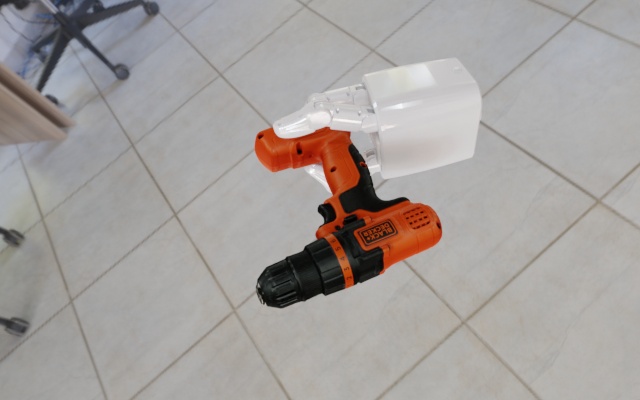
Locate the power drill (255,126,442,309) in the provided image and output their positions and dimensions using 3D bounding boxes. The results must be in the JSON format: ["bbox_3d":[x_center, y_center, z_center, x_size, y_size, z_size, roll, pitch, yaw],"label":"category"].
[{"bbox_3d":[0.000,0.001,0.478,0.184,0.187,0.057,-20,-31,-15],"label":"power drill"}]
